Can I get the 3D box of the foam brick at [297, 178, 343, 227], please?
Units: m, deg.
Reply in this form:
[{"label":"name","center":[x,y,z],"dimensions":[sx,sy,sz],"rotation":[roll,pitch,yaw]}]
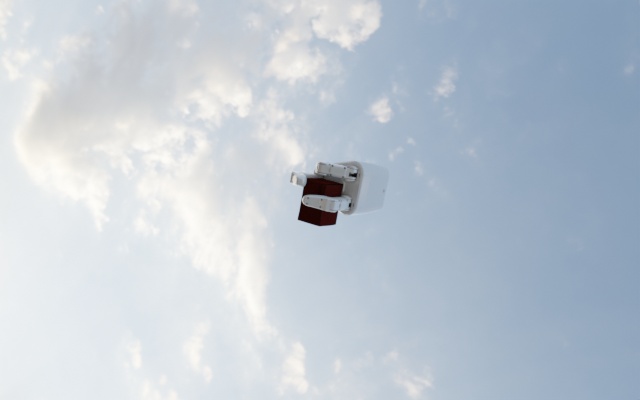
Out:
[{"label":"foam brick","center":[0.000,0.003,0.851],"dimensions":[0.053,0.078,0.051],"rotation":[17,11,35]}]
